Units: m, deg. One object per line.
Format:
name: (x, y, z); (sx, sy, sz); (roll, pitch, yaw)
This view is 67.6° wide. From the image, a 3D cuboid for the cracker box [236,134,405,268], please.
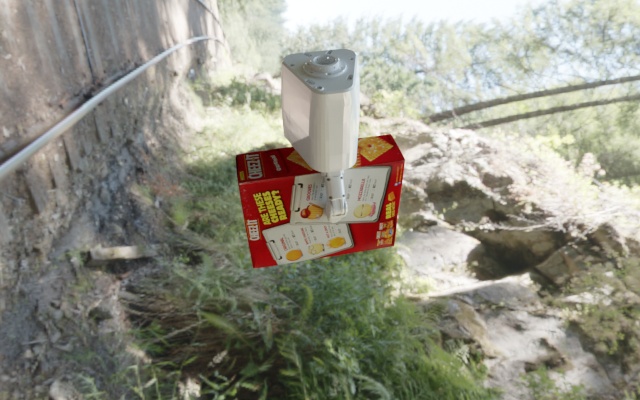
cracker box: (0.000, 0.002, 0.665); (0.213, 0.164, 0.072); (-8, 43, -7)
